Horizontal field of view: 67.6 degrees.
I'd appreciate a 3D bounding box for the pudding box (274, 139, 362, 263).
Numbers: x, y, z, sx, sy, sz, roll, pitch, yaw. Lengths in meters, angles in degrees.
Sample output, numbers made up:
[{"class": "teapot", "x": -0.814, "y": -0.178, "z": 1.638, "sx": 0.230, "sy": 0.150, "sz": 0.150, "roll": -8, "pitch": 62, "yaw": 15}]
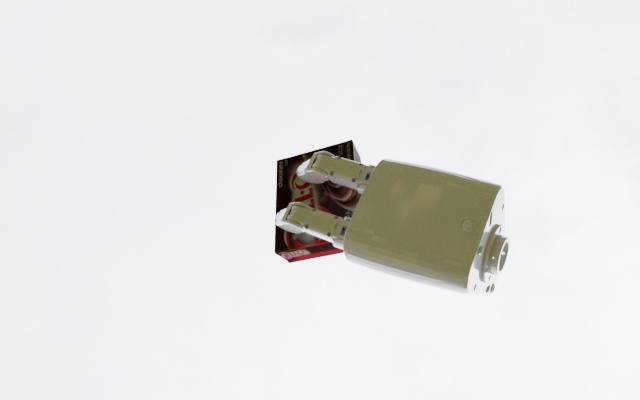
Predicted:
[{"class": "pudding box", "x": 0.000, "y": 0.002, "z": 0.491, "sx": 0.090, "sy": 0.113, "sz": 0.039, "roll": -13, "pitch": -33, "yaw": 19}]
